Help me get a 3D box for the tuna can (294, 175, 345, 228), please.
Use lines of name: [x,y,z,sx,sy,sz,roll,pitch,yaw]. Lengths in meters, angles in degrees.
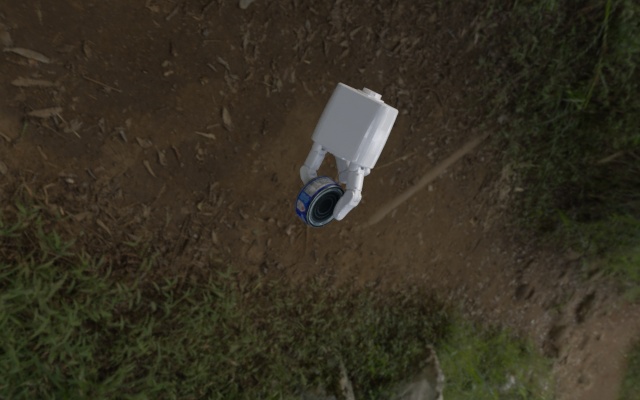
tuna can: [0.000,0.003,0.804,0.086,0.086,0.033,0,31,-46]
